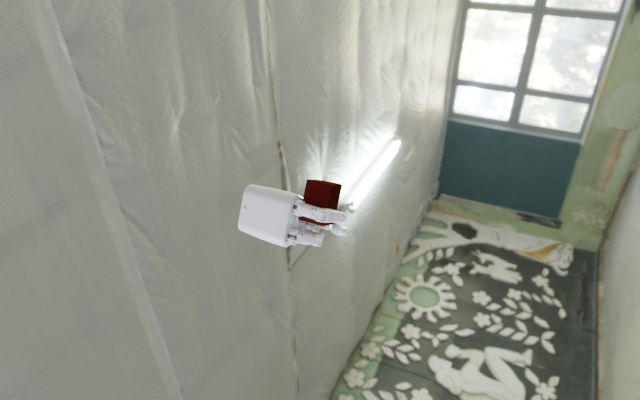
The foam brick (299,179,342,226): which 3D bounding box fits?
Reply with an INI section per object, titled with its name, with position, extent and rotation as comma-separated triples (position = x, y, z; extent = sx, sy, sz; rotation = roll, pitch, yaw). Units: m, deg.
[foam brick]
position = 0.000, 0.003, 0.876
extent = 0.051, 0.078, 0.053
rotation = 15, 8, 24
